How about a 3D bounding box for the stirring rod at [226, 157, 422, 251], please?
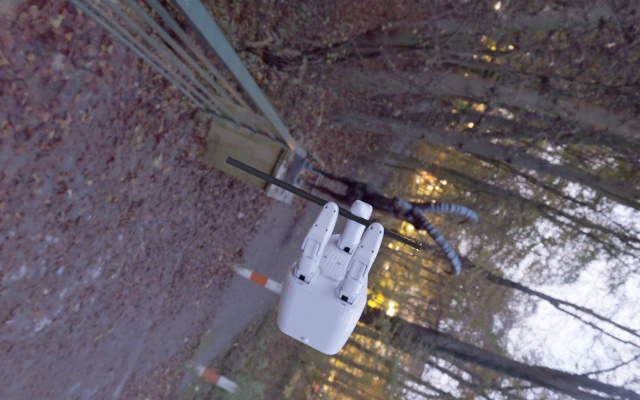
[{"bbox_3d":[0.000,0.002,0.536,0.239,0.011,0.011,24,4,9],"label":"stirring rod"}]
